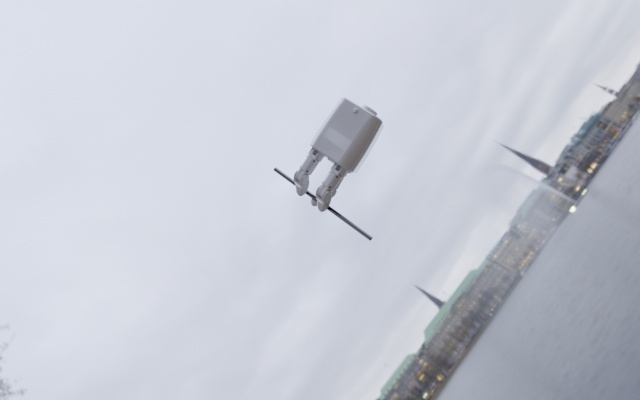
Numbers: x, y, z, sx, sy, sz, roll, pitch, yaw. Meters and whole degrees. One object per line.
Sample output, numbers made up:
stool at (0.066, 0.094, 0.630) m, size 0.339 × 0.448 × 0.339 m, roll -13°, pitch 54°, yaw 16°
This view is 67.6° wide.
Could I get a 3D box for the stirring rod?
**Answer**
stirring rod at (0.000, 0.003, 0.889) m, size 0.239 × 0.011 × 0.011 m, roll 36°, pitch 16°, yaw 23°
